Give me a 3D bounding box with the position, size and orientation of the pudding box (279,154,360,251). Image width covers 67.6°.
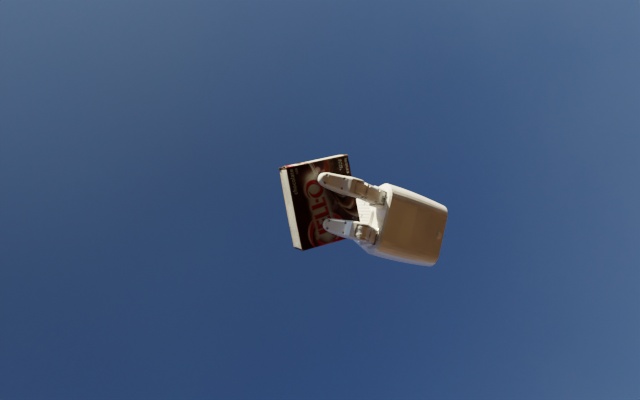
[{"bbox_3d":[0.000,0.002,0.635,0.090,0.113,0.039,-14,5,-24],"label":"pudding box"}]
